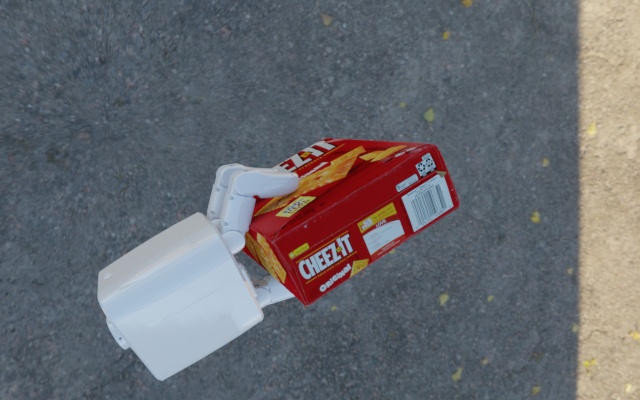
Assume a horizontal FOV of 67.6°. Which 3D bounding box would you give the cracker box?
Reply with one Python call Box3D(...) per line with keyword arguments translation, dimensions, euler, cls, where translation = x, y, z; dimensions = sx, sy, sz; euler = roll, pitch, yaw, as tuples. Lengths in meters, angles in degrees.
Box3D(translation=(0.000, 0.002, 0.472), dimensions=(0.164, 0.072, 0.213), euler=(-31, 20, -17), cls="cracker box")
